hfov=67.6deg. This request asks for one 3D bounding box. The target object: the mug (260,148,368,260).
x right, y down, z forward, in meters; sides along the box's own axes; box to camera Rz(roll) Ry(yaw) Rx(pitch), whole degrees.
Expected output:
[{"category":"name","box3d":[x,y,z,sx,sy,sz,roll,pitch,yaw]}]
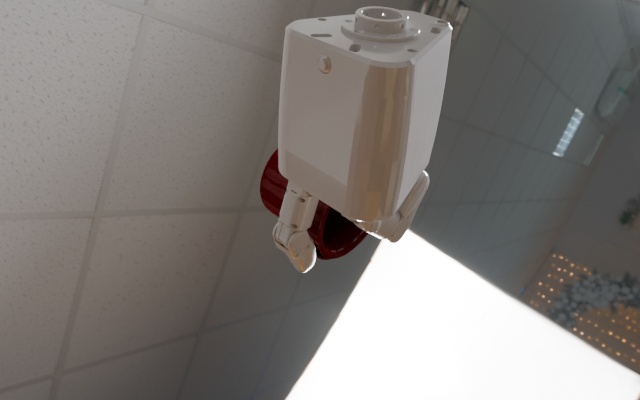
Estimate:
[{"category":"mug","box3d":[0.000,0.002,0.434,0.081,0.117,0.093,31,43,31]}]
